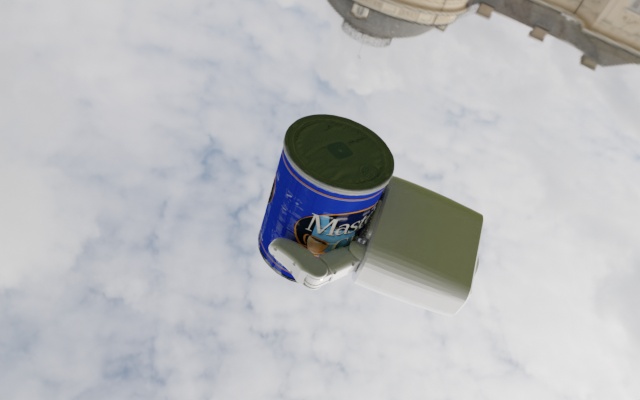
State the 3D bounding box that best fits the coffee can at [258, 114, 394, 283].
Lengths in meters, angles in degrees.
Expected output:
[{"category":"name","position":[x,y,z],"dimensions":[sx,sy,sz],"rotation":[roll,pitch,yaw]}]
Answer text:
[{"category":"coffee can","position":[0.000,0.001,0.473],"dimensions":[0.103,0.102,0.140],"rotation":[0,-43,-21]}]
